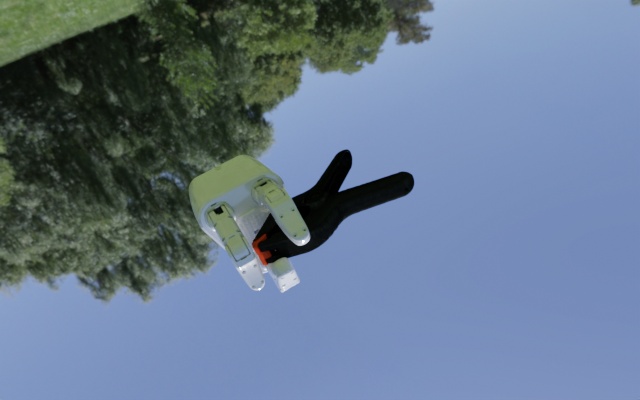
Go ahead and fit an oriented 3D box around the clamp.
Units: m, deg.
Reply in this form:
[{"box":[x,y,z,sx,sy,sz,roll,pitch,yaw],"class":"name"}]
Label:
[{"box":[0.000,0.002,0.503,0.171,0.039,0.120,-29,26,-12],"class":"clamp"}]
